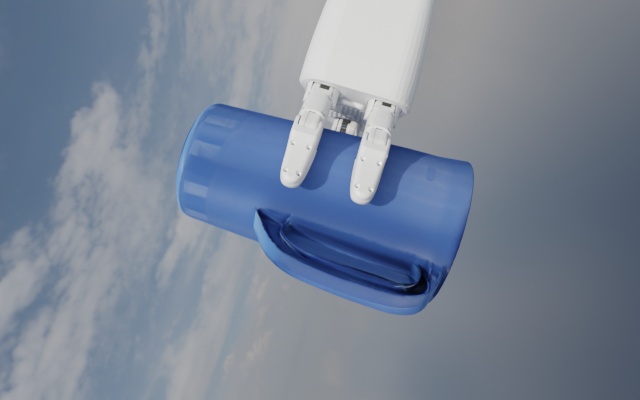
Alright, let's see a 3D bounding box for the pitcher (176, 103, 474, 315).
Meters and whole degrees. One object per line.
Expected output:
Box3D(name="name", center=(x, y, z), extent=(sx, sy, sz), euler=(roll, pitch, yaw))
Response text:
Box3D(name="pitcher", center=(0.000, 0.001, 0.424), extent=(0.243, 0.145, 0.149), euler=(17, -7, 3))
